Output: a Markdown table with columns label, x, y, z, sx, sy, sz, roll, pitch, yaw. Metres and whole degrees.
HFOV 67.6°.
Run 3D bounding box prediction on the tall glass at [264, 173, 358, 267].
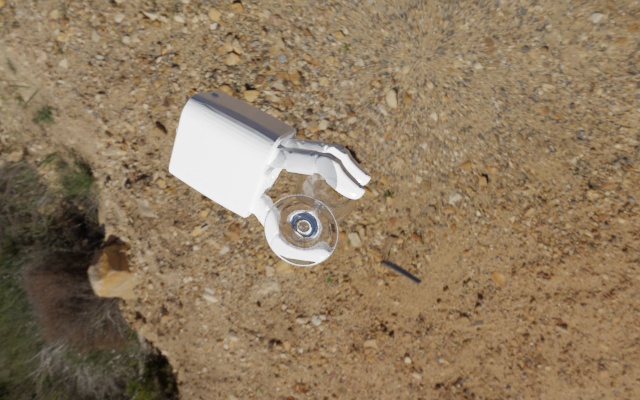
| label | x | y | z | sx | sy | sz | roll | pitch | yaw |
| --- | --- | --- | --- | --- | --- | --- | --- | --- | --- |
| tall glass | 0.000 | 0.002 | 0.553 | 0.079 | 0.079 | 0.201 | 0 | 16 | 12 |
